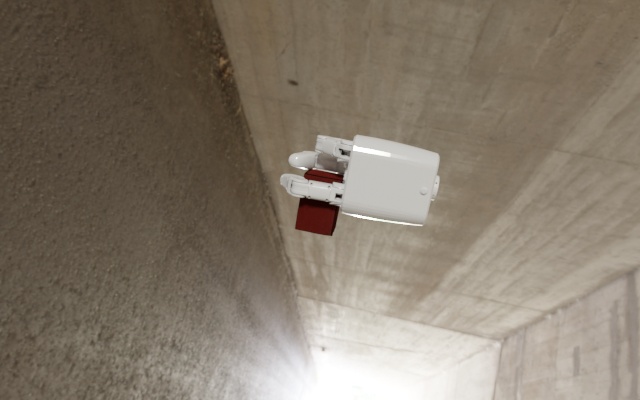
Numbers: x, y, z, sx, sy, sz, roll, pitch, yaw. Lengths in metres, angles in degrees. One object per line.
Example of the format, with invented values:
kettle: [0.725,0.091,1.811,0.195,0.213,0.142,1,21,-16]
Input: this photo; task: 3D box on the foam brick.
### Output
foam brick: [0.000,0.002,0.636,0.051,0.078,0.053,11,12,4]
